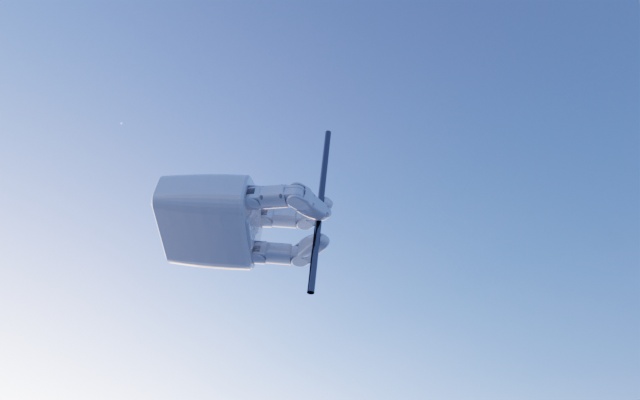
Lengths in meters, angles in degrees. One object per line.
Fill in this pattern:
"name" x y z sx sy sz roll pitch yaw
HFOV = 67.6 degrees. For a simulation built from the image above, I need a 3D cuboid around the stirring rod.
"stirring rod" 0.000 0.002 0.566 0.011 0.239 0.011 4 -39 3
